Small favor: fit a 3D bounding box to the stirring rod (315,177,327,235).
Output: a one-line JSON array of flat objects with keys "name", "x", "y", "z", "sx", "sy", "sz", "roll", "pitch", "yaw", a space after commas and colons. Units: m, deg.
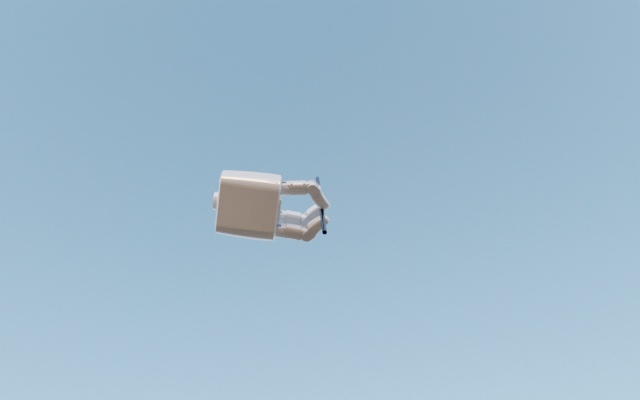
[{"name": "stirring rod", "x": 0.000, "y": 0.003, "z": 0.890, "sx": 0.011, "sy": 0.011, "sz": 0.239, "roll": 0, "pitch": 24, "yaw": -3}]
